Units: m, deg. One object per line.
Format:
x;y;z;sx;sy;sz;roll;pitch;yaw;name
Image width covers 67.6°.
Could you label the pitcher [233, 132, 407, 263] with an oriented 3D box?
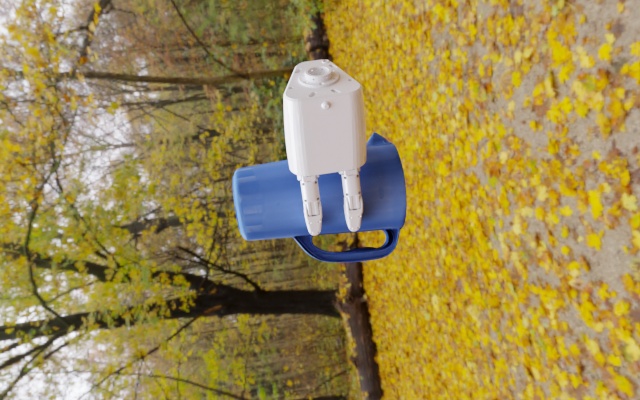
0.000;0.002;0.708;0.243;0.145;0.149;-8;42;-4;pitcher
